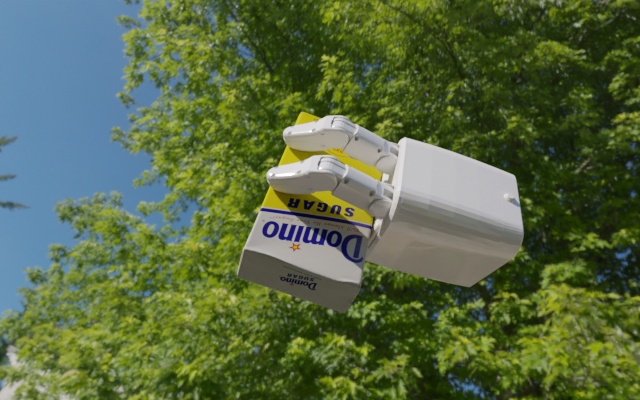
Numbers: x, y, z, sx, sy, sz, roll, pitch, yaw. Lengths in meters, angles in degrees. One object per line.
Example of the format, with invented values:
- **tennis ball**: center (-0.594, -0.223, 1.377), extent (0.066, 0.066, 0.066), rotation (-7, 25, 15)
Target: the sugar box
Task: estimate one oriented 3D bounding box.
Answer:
- **sugar box**: center (0.000, 0.001, 0.417), extent (0.093, 0.176, 0.048), rotation (19, -46, -3)
